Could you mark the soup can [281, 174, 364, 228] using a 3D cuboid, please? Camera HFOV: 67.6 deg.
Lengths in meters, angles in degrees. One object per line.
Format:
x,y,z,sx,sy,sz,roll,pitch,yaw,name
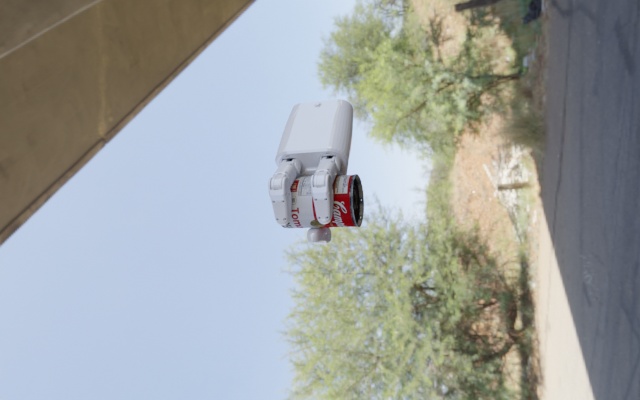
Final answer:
0.000,0.003,0.622,0.102,0.068,0.068,-2,-1,16,soup can
